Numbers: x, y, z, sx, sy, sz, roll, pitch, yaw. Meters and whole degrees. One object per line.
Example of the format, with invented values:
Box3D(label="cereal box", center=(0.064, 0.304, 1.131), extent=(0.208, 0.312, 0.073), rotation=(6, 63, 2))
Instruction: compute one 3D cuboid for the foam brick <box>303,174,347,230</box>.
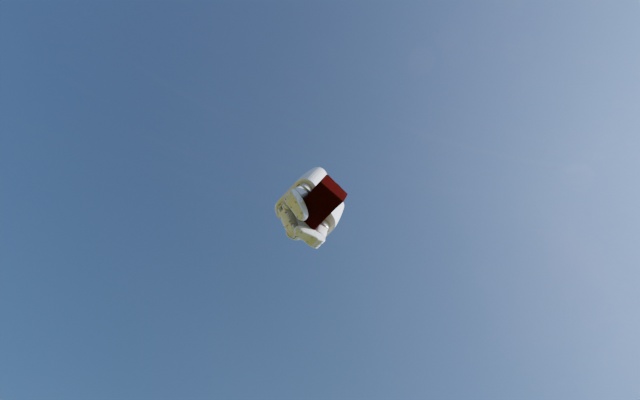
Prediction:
Box3D(label="foam brick", center=(0.000, 0.003, 0.828), extent=(0.078, 0.053, 0.051), rotation=(-45, 2, 23))
